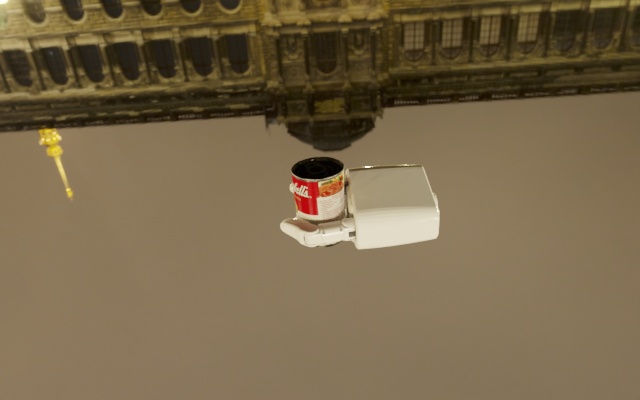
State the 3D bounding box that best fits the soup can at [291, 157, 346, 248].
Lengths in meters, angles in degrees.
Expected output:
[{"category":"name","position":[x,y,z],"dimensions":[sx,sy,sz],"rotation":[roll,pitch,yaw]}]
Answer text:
[{"category":"soup can","position":[0.000,0.002,0.630],"dimensions":[0.068,0.102,0.068],"rotation":[-4,29,2]}]
